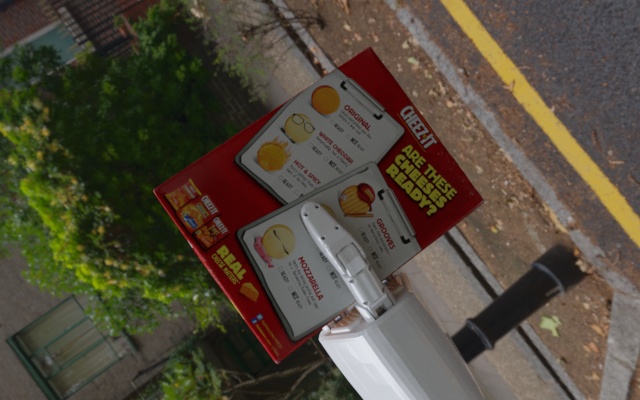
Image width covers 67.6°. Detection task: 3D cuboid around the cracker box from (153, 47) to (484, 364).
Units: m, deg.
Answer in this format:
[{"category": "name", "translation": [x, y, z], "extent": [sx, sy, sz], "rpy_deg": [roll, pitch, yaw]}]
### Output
[{"category": "cracker box", "translation": [0.000, 0.001, 0.406], "extent": [0.213, 0.164, 0.072], "rpy_deg": [-36, -1, -11]}]
